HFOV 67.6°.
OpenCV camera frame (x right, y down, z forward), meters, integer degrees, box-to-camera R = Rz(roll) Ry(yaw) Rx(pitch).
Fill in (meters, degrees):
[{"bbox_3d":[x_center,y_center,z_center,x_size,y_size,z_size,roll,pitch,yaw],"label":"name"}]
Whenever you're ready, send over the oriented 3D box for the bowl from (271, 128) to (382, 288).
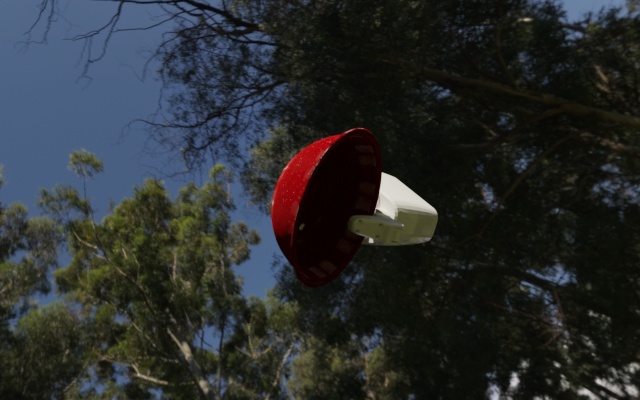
[{"bbox_3d":[-0.001,0.001,0.475,0.055,0.162,0.162,20,10,28],"label":"bowl"}]
